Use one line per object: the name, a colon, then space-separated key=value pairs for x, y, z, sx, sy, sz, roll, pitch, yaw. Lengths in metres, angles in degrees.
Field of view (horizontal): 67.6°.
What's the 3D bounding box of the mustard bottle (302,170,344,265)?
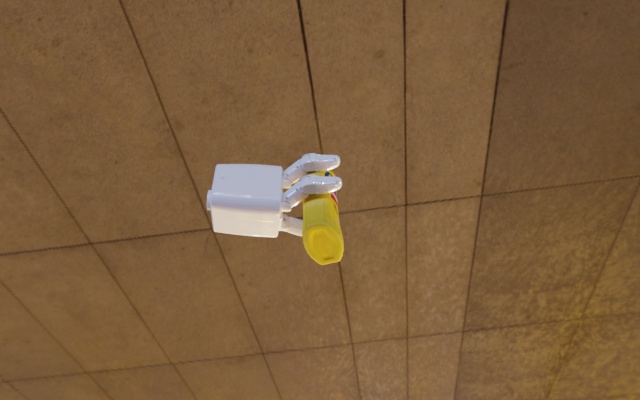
mustard bottle: x=0.000 y=0.003 z=0.768 sx=0.058 sy=0.096 sz=0.191 roll=-14 pitch=42 yaw=9
